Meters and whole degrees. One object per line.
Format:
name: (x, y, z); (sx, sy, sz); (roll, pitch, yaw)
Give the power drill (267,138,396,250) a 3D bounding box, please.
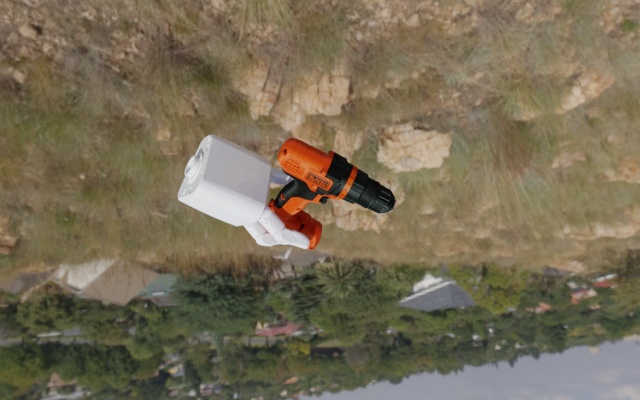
power drill: (0.000, 0.003, 0.739); (0.184, 0.057, 0.188); (28, -42, -6)
